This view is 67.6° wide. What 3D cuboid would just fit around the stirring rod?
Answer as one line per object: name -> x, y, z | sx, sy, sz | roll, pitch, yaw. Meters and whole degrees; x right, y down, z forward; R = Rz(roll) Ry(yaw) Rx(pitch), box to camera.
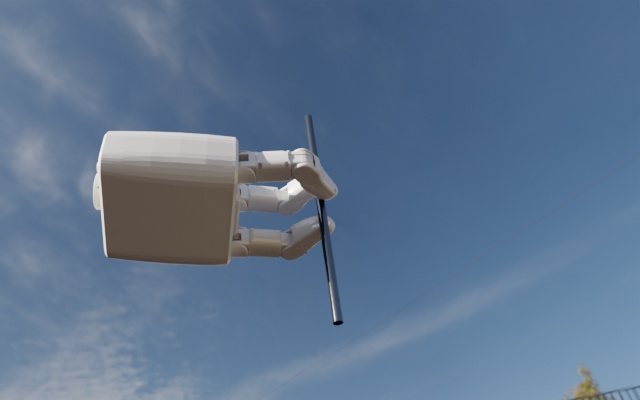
stirring rod -> 0.000, 0.001, 0.437 | 0.011, 0.239, 0.011 | -5, -40, -4
